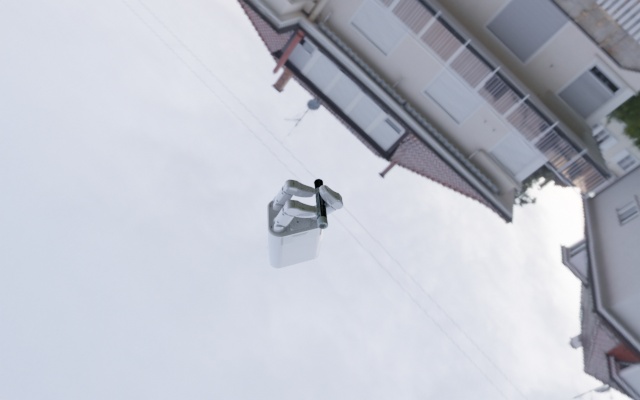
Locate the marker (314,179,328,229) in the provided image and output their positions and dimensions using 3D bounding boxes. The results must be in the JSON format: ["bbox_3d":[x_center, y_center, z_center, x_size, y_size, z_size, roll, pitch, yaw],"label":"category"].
[{"bbox_3d":[0.000,0.003,0.886,0.020,0.020,0.121,-3,45,-3],"label":"marker"}]
